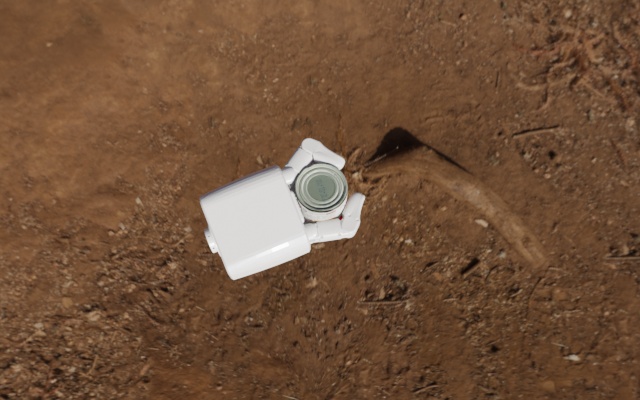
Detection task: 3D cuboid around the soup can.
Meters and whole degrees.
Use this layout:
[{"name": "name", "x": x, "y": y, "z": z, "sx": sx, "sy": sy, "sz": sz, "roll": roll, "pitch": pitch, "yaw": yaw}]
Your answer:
[{"name": "soup can", "x": 0.001, "y": 0.002, "z": 0.629, "sx": 0.068, "sy": 0.068, "sz": 0.102, "roll": 0, "pitch": -22, "yaw": -1}]
